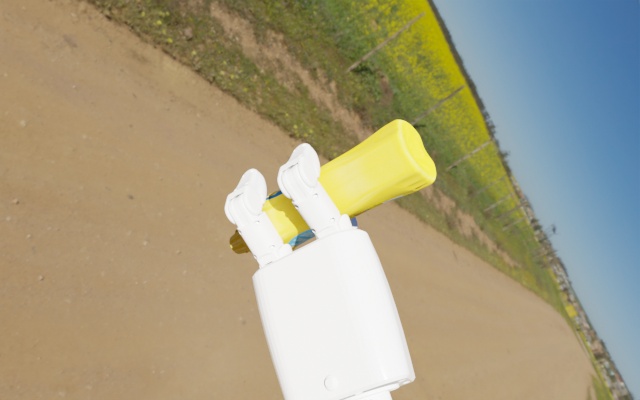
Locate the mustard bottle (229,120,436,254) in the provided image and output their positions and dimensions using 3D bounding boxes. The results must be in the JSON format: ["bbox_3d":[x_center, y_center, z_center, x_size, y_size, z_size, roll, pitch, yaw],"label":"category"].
[{"bbox_3d":[0.000,0.001,0.411,0.192,0.058,0.096,-28,-2,21],"label":"mustard bottle"}]
